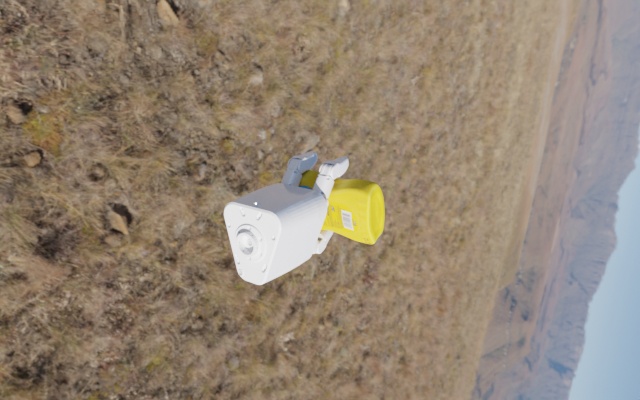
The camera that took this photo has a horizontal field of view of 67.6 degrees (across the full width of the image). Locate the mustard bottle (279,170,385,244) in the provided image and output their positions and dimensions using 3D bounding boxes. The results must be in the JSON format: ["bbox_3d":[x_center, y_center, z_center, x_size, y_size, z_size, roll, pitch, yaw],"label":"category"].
[{"bbox_3d":[0.001,0.002,0.727,0.191,0.096,0.058,13,43,29],"label":"mustard bottle"}]
